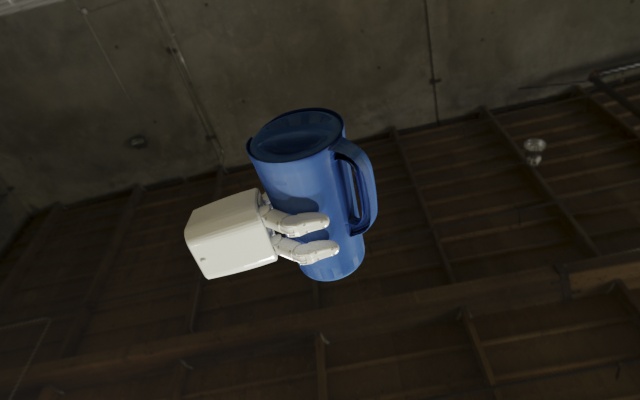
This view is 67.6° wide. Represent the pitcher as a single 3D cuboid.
[{"bbox_3d":[0.000,0.002,0.684,0.145,0.243,0.149,-18,37,-1],"label":"pitcher"}]
